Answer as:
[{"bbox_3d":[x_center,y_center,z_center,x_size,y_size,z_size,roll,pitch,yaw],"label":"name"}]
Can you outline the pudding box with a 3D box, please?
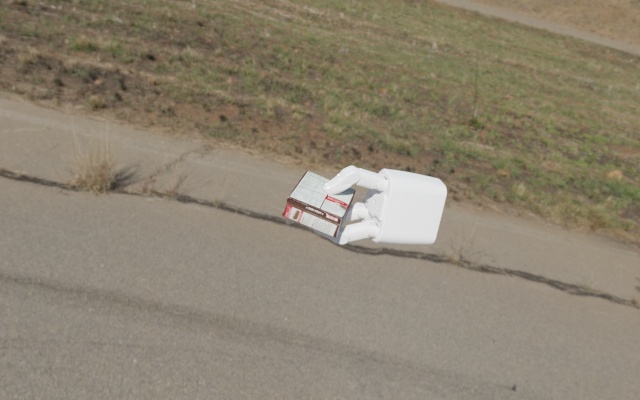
[{"bbox_3d":[0.000,0.002,0.745,0.090,0.039,0.113,21,27,5],"label":"pudding box"}]
